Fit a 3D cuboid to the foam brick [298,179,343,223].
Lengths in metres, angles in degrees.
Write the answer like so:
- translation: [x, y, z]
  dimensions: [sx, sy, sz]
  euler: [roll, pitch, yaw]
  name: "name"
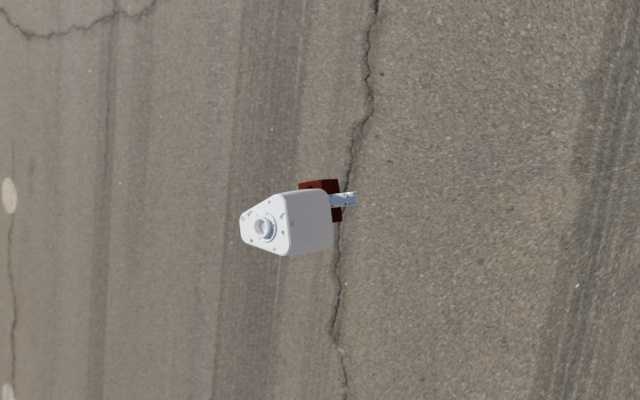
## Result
- translation: [0.000, 0.002, 0.828]
  dimensions: [0.053, 0.078, 0.051]
  euler: [-8, -1, 37]
  name: "foam brick"
